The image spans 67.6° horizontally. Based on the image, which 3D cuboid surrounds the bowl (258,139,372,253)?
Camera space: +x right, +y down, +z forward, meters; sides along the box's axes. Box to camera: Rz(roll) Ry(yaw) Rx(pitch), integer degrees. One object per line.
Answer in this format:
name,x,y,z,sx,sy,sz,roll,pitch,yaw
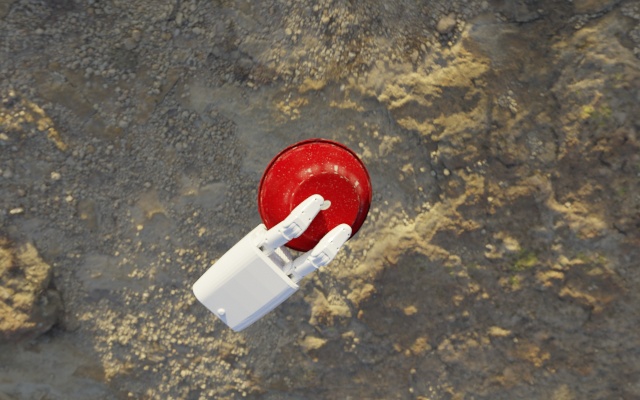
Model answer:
bowl,0.001,0.001,0.632,0.162,0.162,0.055,0,14,-14
